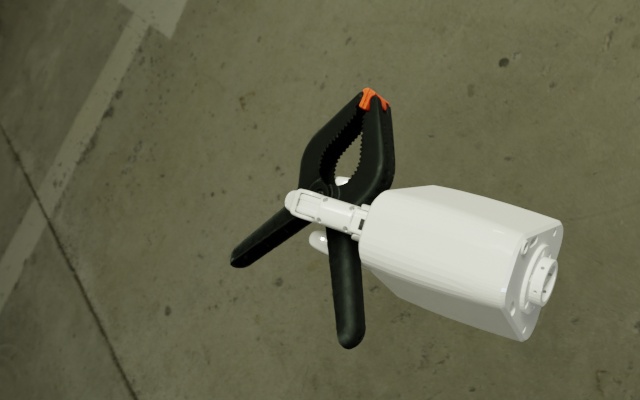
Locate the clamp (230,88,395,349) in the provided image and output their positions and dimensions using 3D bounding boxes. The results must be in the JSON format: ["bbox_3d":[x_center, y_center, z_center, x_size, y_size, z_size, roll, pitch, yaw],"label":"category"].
[{"bbox_3d":[0.000,0.001,0.426,0.164,0.210,0.036,17,-3,38],"label":"clamp"}]
